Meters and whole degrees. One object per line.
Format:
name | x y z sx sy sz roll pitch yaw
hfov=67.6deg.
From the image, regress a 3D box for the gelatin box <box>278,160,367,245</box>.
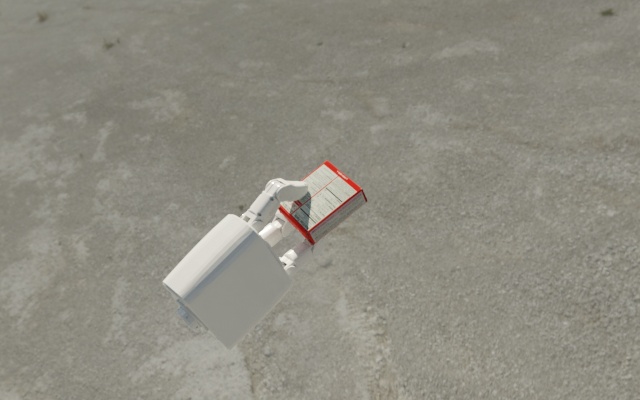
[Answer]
gelatin box | 0.000 0.001 0.587 0.073 0.089 0.030 42 -13 40
